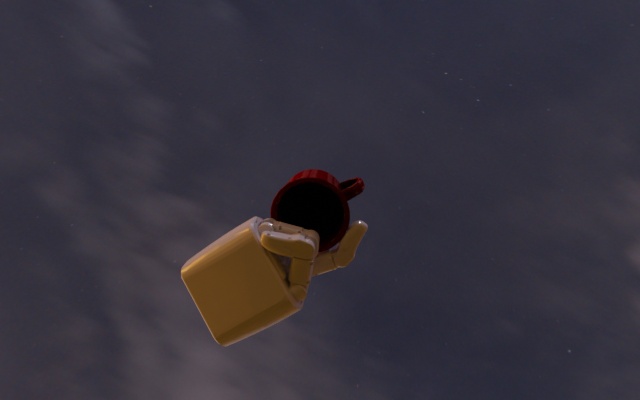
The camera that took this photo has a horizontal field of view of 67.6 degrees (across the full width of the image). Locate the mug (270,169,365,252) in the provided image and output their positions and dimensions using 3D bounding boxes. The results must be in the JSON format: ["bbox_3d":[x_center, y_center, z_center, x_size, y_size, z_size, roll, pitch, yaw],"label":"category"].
[{"bbox_3d":[0.001,0.001,0.590,0.117,0.093,0.081,-29,12,10],"label":"mug"}]
